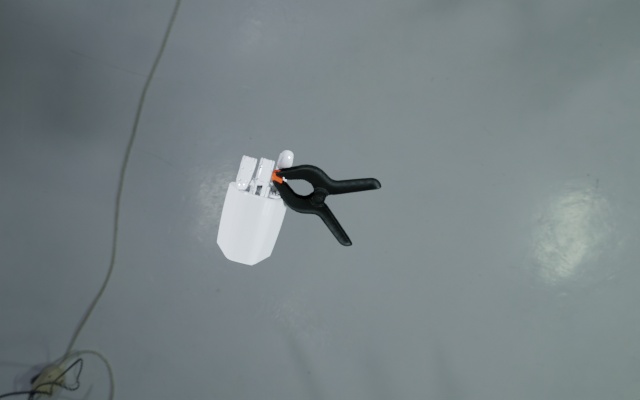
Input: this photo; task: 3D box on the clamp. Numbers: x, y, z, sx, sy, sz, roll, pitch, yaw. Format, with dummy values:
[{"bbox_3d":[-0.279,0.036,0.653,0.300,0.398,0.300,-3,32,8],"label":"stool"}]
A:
[{"bbox_3d":[0.000,0.002,0.760,0.171,0.120,0.039,16,9,-3],"label":"clamp"}]
